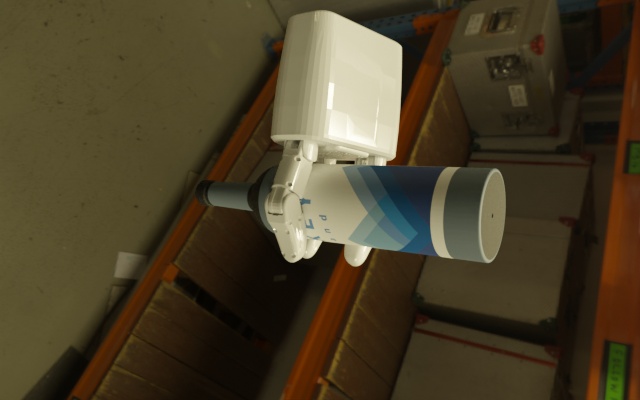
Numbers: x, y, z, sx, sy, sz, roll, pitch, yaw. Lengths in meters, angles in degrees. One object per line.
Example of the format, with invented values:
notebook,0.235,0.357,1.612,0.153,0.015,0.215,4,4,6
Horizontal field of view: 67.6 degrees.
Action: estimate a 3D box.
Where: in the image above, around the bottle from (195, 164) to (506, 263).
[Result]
bottle,0.000,0.001,0.416,0.295,0.069,0.069,4,2,34
